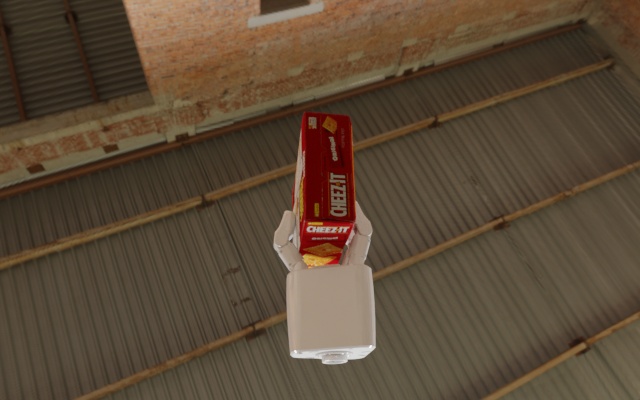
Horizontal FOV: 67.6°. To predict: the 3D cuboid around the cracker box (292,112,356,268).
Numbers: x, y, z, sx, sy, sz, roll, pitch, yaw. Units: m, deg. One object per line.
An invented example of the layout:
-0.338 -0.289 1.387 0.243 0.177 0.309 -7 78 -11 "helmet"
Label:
0.000 0.002 0.694 0.072 0.164 0.214 2 -27 -7 "cracker box"
